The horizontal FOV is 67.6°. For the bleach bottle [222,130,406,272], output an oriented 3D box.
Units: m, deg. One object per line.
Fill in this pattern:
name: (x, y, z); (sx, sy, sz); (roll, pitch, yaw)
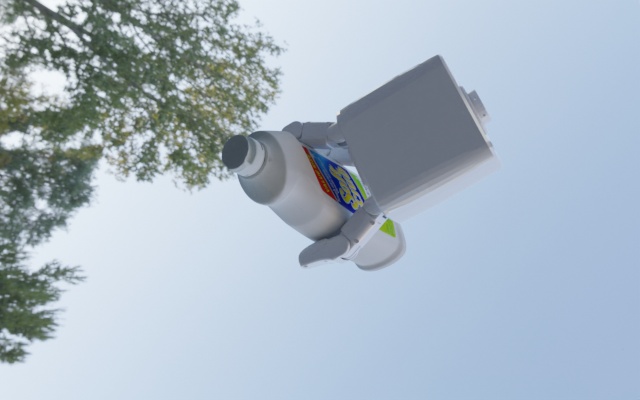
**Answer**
bleach bottle: (0.000, 0.001, 0.470); (0.068, 0.102, 0.251); (-28, -28, 22)
